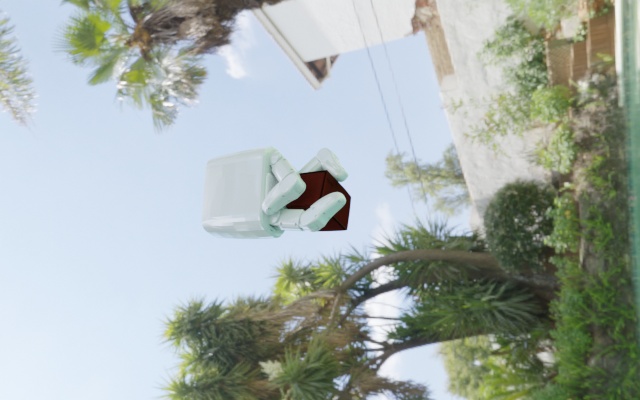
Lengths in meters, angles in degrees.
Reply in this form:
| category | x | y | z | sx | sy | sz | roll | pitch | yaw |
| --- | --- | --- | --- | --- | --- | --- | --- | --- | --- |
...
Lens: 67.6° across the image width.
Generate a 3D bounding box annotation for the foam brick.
| category | x | y | z | sx | sy | sz | roll | pitch | yaw |
| --- | --- | --- | --- | --- | --- | --- | --- | --- | --- |
| foam brick | 0.000 | 0.002 | 0.633 | 0.051 | 0.053 | 0.078 | -6 | -31 | 29 |
